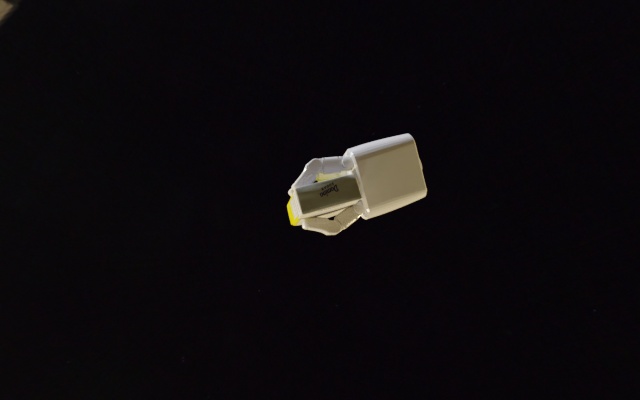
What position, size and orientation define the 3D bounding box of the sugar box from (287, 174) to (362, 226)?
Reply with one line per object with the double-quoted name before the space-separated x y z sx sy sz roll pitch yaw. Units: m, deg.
"sugar box" 0.000 0.002 0.759 0.093 0.048 0.176 -15 -8 -10
